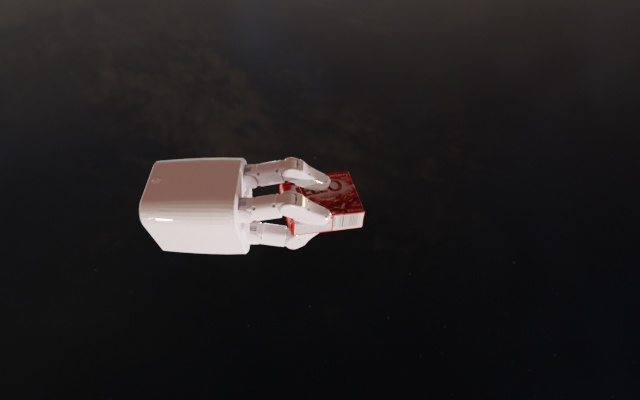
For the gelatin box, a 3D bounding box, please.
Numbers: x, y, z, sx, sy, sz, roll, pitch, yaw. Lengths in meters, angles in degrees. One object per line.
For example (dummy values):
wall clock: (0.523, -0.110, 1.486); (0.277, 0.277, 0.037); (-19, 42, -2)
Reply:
gelatin box: (0.000, 0.002, 0.574); (0.089, 0.030, 0.073); (-6, 46, -12)
